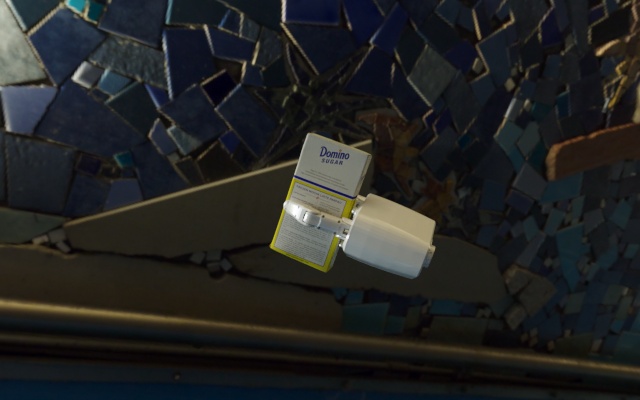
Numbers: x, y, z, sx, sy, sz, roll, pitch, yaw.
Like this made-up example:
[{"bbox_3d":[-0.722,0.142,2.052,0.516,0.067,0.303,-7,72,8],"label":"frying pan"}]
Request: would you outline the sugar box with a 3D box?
[{"bbox_3d":[0.000,0.002,0.679,0.093,0.176,0.048,22,8,10],"label":"sugar box"}]
